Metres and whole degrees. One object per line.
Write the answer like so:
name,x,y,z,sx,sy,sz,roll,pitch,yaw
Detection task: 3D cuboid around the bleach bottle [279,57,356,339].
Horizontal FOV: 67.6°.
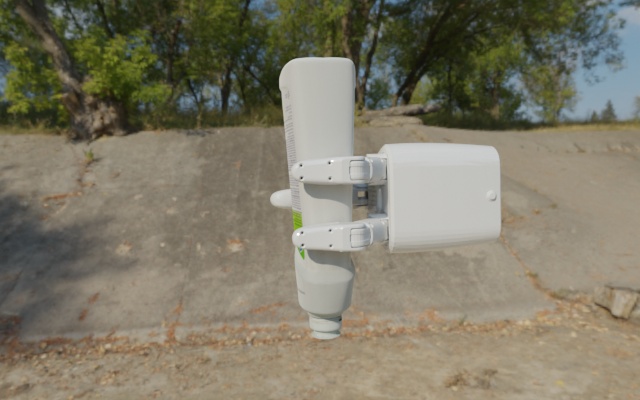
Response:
bleach bottle,0.000,0.001,0.453,0.068,0.251,0.102,-2,4,-7
